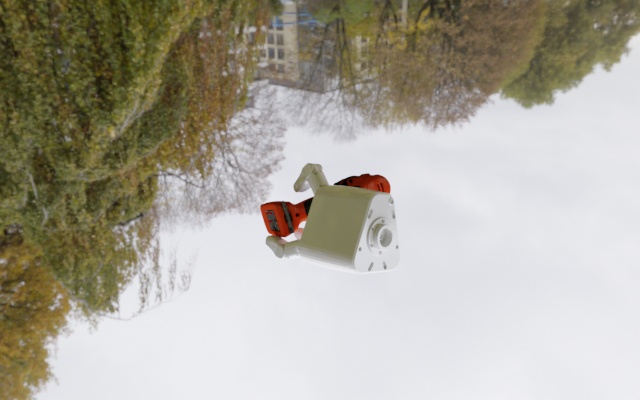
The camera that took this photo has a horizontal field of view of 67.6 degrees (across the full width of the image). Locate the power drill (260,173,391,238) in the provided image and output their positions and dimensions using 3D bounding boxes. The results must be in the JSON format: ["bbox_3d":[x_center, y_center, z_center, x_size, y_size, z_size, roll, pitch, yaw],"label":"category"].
[{"bbox_3d":[0.000,0.003,0.784,0.187,0.057,0.184,-20,4,-19],"label":"power drill"}]
